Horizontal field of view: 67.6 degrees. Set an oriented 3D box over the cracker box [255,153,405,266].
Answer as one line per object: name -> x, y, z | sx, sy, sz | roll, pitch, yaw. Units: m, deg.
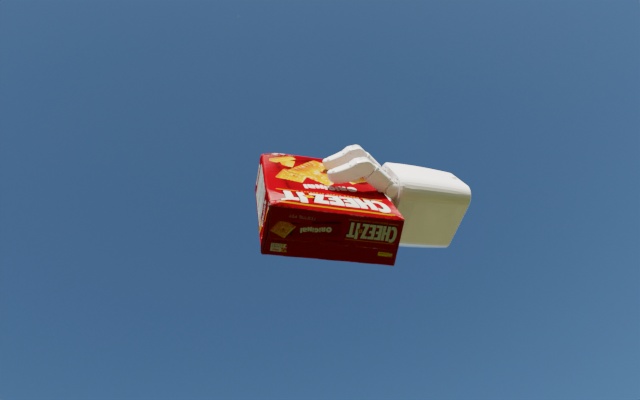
cracker box -> 0.000, 0.002, 0.643 | 0.164, 0.072, 0.213 | 6, 20, -12
